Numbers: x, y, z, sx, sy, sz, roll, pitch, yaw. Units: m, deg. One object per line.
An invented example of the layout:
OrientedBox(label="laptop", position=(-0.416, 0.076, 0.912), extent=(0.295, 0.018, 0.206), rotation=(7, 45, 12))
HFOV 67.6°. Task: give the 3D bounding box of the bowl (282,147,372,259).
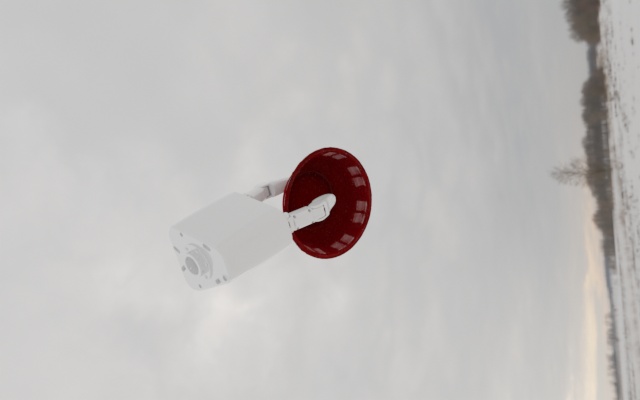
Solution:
OrientedBox(label="bowl", position=(0.001, 0.002, 0.705), extent=(0.162, 0.162, 0.055), rotation=(0, 5, -37))
